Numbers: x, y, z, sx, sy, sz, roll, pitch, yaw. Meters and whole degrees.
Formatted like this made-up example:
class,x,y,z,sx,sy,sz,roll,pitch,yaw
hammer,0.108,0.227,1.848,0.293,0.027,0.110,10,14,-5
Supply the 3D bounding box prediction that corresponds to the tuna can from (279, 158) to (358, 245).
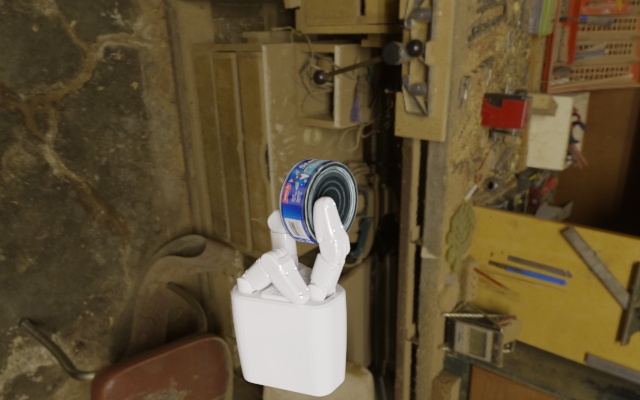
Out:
class,x,y,z,sx,sy,sz,roll,pitch,yaw
tuna can,0.001,0.002,0.477,0.034,0.086,0.086,8,5,40
